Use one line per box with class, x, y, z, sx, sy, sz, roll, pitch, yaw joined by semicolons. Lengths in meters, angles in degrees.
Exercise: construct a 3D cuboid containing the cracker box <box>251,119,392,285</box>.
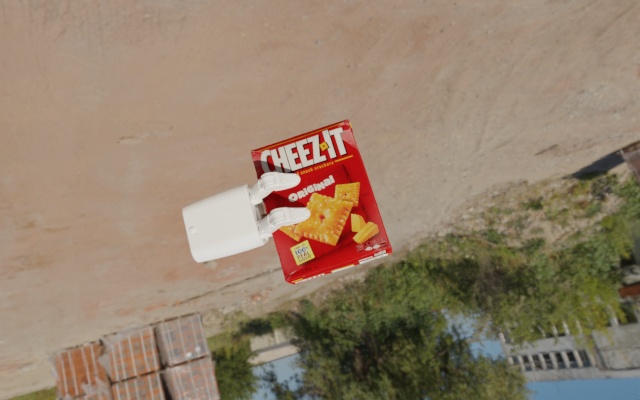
cracker box;0.000;0.003;0.734;0.164;0.213;0.072;-18;-15;3
